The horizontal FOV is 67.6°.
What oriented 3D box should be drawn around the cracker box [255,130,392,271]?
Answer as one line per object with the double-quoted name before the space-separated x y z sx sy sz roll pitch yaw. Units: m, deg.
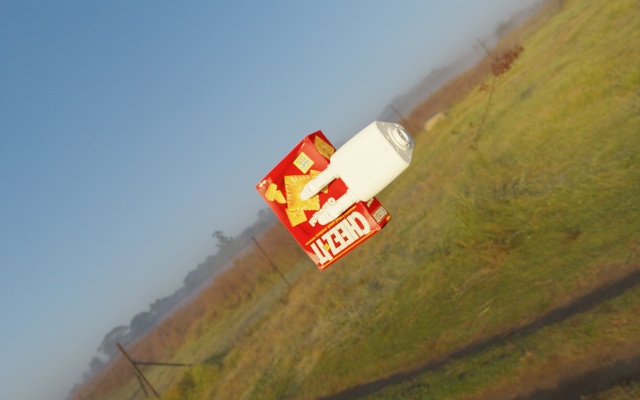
"cracker box" 0.000 0.003 0.899 0.164 0.213 0.072 -39 -2 32
